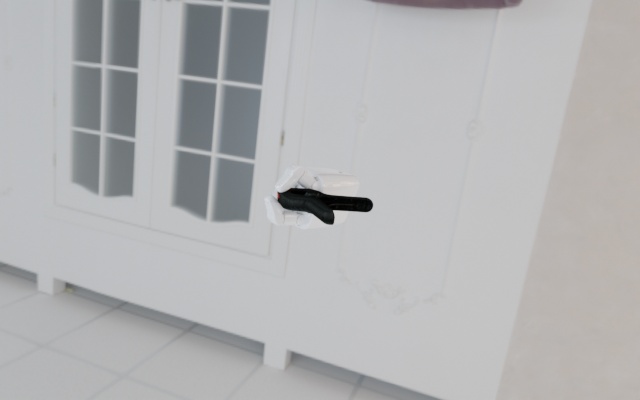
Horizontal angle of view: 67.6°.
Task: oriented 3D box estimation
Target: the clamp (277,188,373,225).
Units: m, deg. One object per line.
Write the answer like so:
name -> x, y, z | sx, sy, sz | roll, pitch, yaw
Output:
clamp -> 0.000, 0.003, 0.806 | 0.120, 0.039, 0.171 | -4, 17, -43
